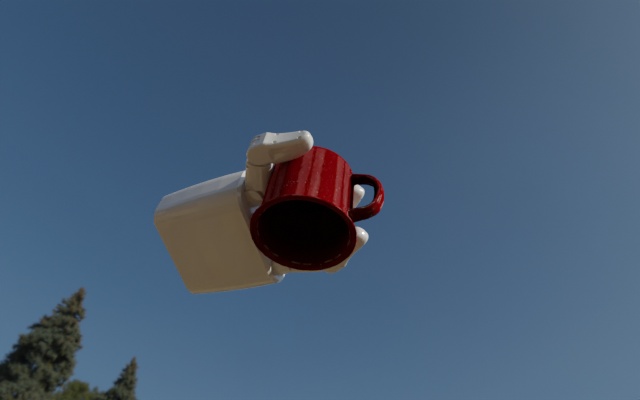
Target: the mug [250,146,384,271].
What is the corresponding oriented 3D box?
[{"bbox_3d":[0.001,0.001,0.435,0.117,0.093,0.081,-12,39,18],"label":"mug"}]
